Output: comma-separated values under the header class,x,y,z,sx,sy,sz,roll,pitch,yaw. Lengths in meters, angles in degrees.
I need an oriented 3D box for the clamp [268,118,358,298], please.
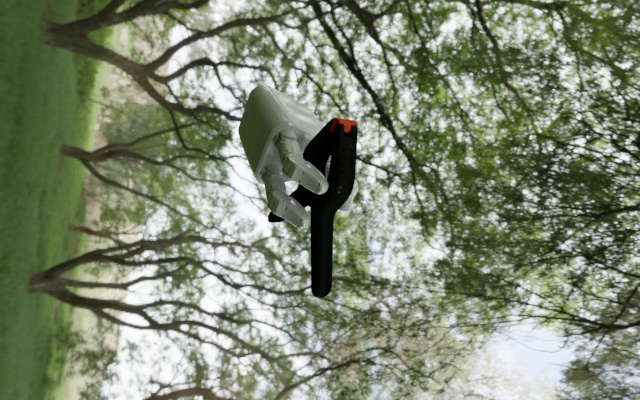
class,x,y,z,sx,sy,sz,roll,pitch,yaw
clamp,0.001,0.001,0.582,0.036,0.210,0.164,0,42,-34
